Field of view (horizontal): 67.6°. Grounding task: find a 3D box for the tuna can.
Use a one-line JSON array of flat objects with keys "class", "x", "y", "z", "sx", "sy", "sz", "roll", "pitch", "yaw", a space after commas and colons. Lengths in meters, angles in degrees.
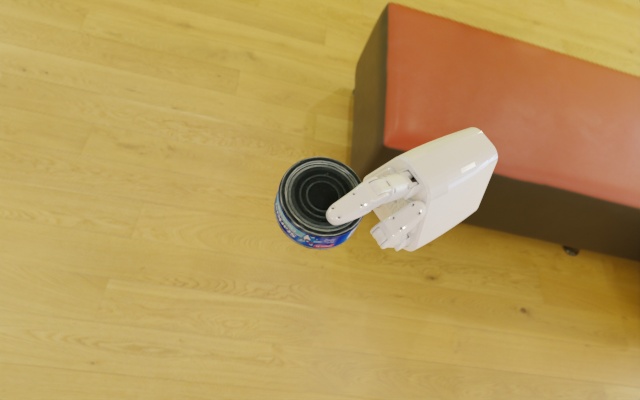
[{"class": "tuna can", "x": 0.000, "y": 0.001, "z": 0.457, "sx": 0.086, "sy": 0.086, "sz": 0.034, "roll": 0, "pitch": -25, "yaw": -12}]
